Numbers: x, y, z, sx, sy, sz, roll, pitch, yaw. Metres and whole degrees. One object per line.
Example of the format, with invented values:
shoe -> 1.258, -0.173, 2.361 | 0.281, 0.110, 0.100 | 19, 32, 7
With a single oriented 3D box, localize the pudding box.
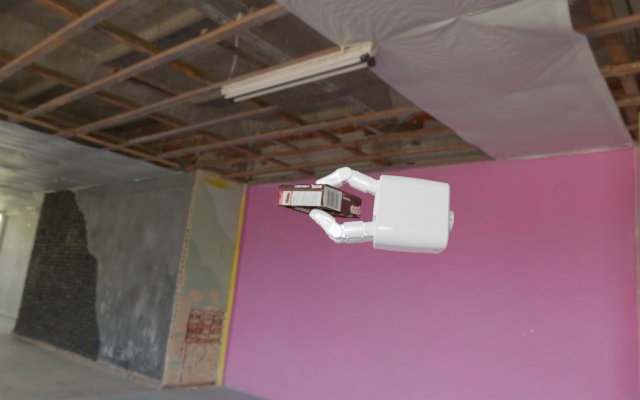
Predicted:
pudding box -> 0.000, 0.002, 0.757 | 0.090, 0.039, 0.113 | 0, -13, 34
